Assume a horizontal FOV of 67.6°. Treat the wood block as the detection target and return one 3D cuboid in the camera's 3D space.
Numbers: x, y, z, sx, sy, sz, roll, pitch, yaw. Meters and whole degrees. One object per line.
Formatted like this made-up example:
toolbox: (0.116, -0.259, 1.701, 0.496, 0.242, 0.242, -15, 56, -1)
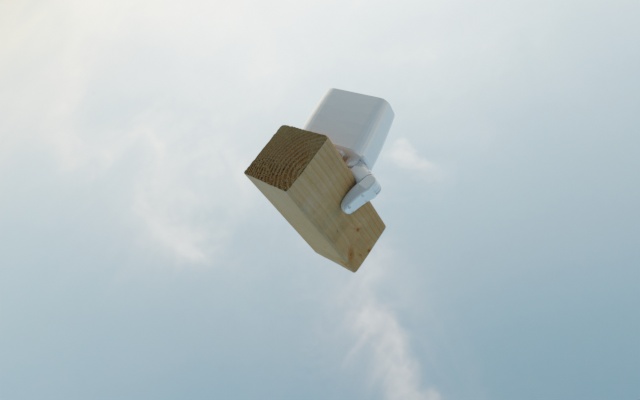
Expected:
wood block: (0.001, 0.002, 0.666, 0.091, 0.090, 0.206, 22, -21, 42)
